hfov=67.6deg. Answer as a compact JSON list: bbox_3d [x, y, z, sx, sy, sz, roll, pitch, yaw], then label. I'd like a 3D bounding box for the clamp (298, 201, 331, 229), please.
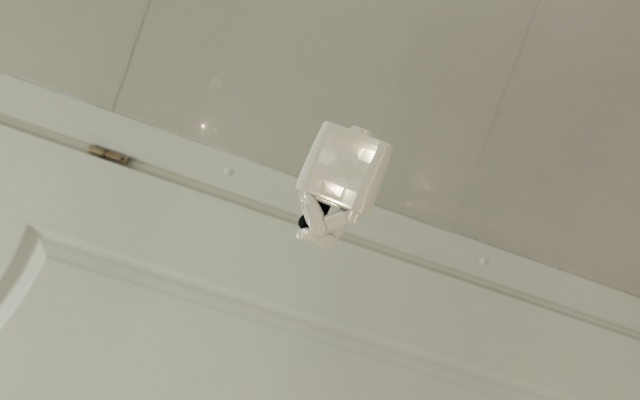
[{"bbox_3d":[0.000,0.002,0.789,0.039,0.120,0.171,24,2,-7],"label":"clamp"}]
